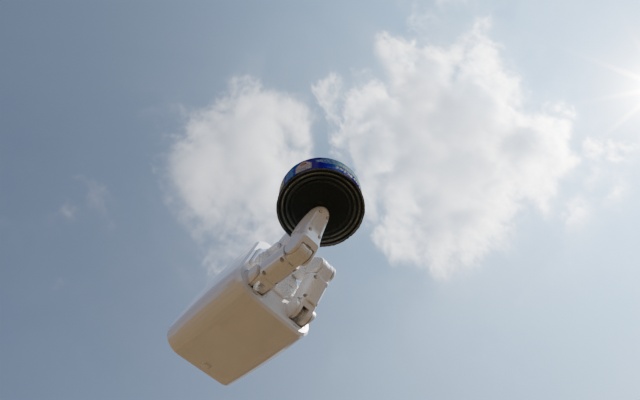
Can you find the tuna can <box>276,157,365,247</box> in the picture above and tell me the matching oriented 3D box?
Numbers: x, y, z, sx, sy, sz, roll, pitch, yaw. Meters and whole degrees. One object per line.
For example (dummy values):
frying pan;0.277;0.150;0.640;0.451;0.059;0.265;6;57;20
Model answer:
tuna can;0.000;0.001;0.473;0.086;0.086;0.033;0;27;0
